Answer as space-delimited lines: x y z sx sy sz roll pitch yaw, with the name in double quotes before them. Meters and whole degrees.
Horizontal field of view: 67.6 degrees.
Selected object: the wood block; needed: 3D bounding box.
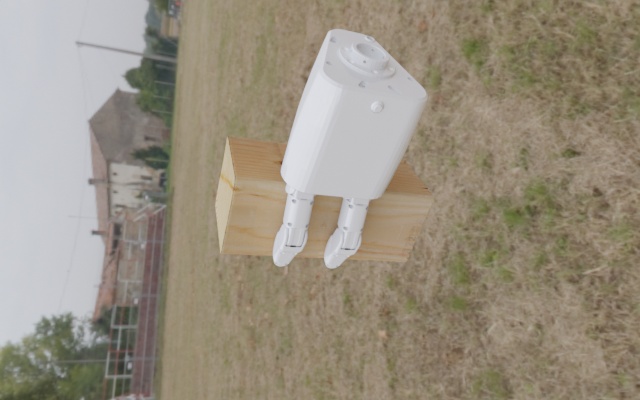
"wood block" 0.000 0.001 0.511 0.206 0.090 0.090 5 32 -20
